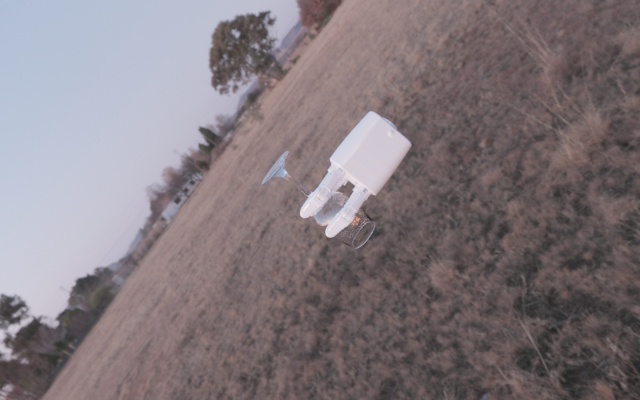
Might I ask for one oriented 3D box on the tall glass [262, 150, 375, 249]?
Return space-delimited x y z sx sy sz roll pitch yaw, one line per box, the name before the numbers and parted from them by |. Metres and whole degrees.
tall glass | -0.001 0.002 0.830 0.201 0.079 0.079 38 -10 -13
